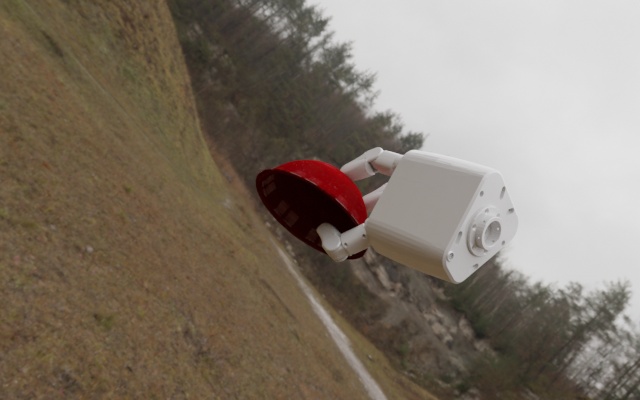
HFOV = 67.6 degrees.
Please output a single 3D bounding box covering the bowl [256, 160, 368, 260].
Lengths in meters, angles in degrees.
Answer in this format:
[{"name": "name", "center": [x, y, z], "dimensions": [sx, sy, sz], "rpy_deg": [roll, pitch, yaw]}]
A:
[{"name": "bowl", "center": [-0.001, 0.001, 0.594], "dimensions": [0.162, 0.055, 0.162], "rpy_deg": [28, -28, 16]}]
